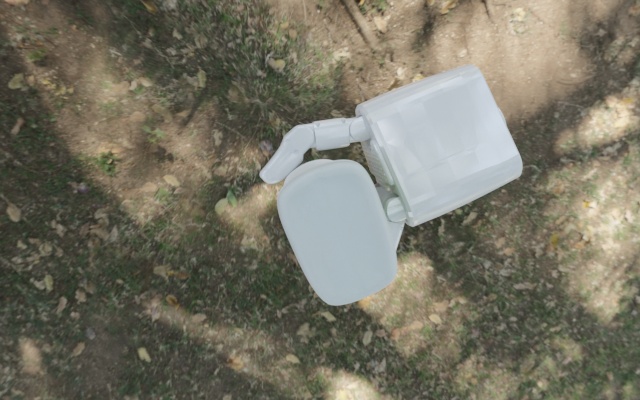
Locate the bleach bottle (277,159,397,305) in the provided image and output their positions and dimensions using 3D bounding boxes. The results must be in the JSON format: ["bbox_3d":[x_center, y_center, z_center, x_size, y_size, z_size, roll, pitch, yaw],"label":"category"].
[{"bbox_3d":[0.000,0.002,0.440,0.068,0.102,0.250,-22,13,-2],"label":"bleach bottle"}]
